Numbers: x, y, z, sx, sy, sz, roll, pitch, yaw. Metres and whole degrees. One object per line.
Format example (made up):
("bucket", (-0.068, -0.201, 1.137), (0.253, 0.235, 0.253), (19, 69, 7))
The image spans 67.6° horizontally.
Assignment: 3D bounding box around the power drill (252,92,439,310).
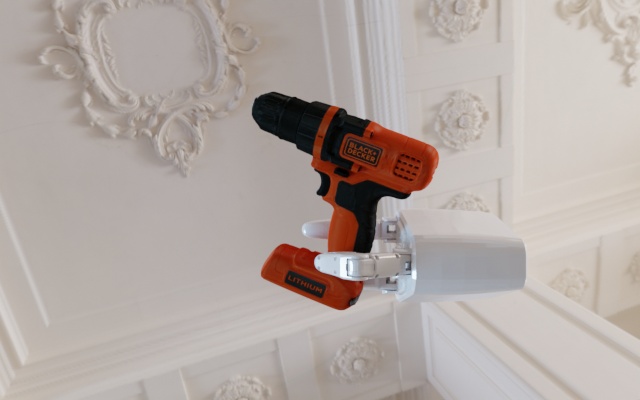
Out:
("power drill", (0.000, 0.002, 0.472), (0.184, 0.188, 0.057), (22, 22, 11))
